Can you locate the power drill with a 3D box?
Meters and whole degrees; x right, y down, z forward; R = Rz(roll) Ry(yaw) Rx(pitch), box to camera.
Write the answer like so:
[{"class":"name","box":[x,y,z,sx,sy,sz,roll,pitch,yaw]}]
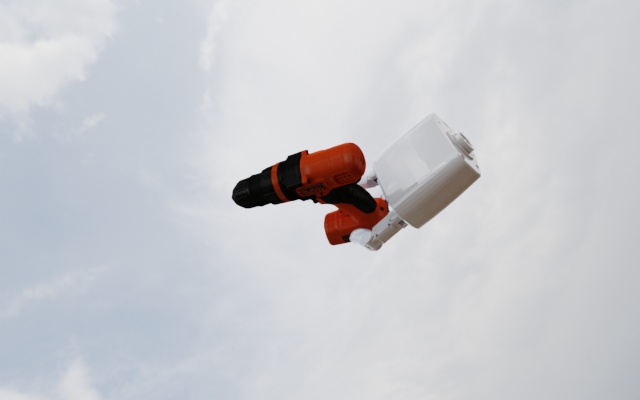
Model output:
[{"class":"power drill","box":[0.001,0.002,0.646,0.184,0.057,0.188,-14,-30,25]}]
